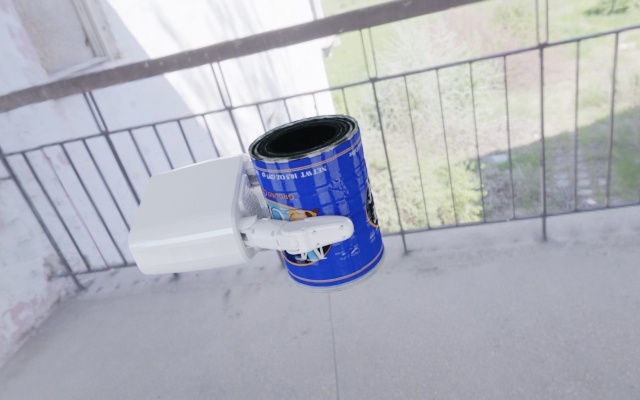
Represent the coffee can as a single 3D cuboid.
[{"bbox_3d":[0.000,0.002,0.459,0.103,0.140,0.102,-12,26,6],"label":"coffee can"}]
